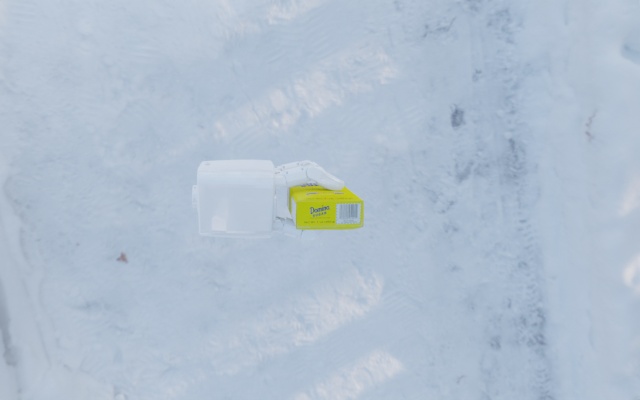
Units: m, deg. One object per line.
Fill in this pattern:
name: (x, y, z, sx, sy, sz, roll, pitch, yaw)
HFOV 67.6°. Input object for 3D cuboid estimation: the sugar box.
sugar box: (0.000, 0.002, 0.713, 0.093, 0.048, 0.176, 0, 13, -10)
